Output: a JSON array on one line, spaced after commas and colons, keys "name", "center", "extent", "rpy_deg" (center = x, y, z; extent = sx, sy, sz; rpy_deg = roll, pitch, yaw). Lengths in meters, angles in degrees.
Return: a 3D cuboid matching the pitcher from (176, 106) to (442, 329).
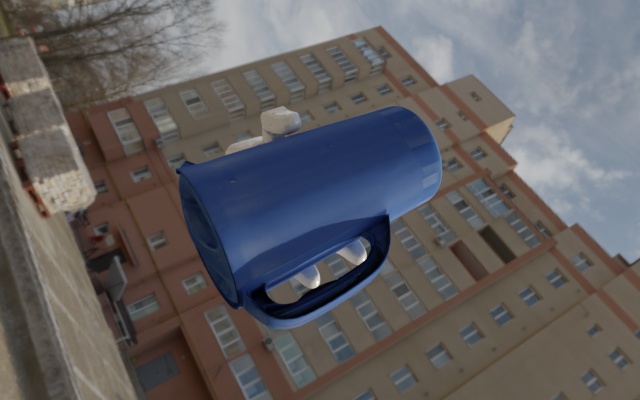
[{"name": "pitcher", "center": [0.000, 0.001, 0.457], "extent": [0.243, 0.149, 0.145], "rpy_deg": [-23, 16, -23]}]
